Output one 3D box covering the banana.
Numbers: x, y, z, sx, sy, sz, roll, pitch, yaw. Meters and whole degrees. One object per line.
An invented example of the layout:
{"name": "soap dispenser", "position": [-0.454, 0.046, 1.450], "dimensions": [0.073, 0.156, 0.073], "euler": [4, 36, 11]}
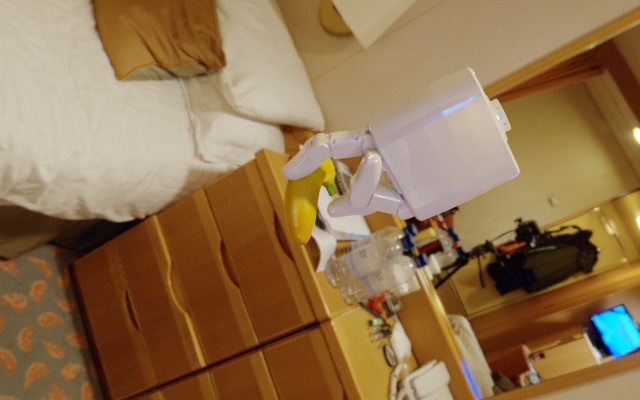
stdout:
{"name": "banana", "position": [-0.008, -0.015, 0.538], "dimensions": [0.037, 0.069, 0.197], "euler": [-25, 9, 19]}
